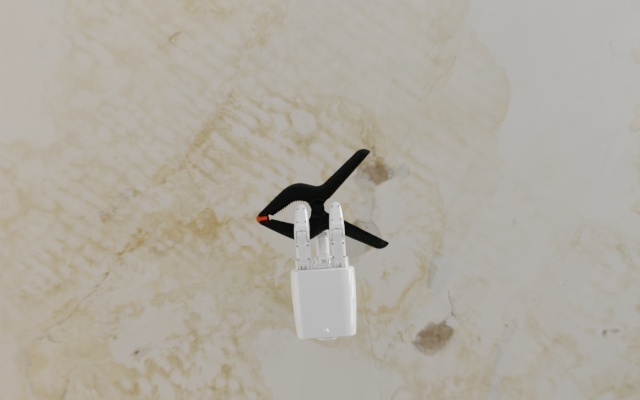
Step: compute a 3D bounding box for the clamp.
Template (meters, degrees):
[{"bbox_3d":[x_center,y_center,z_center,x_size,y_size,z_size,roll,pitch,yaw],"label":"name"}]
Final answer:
[{"bbox_3d":[0.000,0.003,0.779,0.210,0.164,0.036,-4,-7,2],"label":"clamp"}]
